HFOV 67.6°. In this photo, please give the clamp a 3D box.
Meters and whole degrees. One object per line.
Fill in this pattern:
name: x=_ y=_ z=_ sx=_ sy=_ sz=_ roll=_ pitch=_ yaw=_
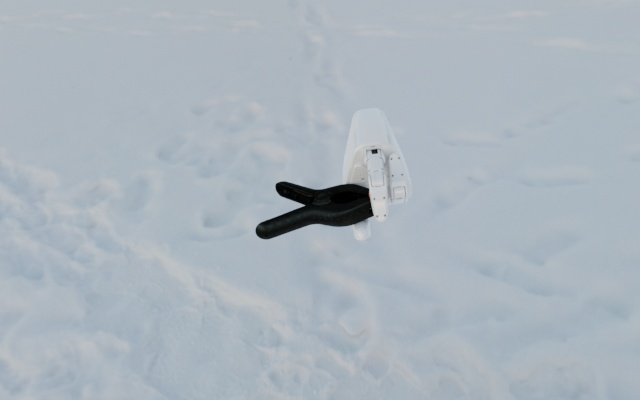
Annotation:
clamp: x=0.000 y=0.002 z=0.658 sx=0.171 sy=0.039 sz=0.120 roll=-7 pitch=39 yaw=6
